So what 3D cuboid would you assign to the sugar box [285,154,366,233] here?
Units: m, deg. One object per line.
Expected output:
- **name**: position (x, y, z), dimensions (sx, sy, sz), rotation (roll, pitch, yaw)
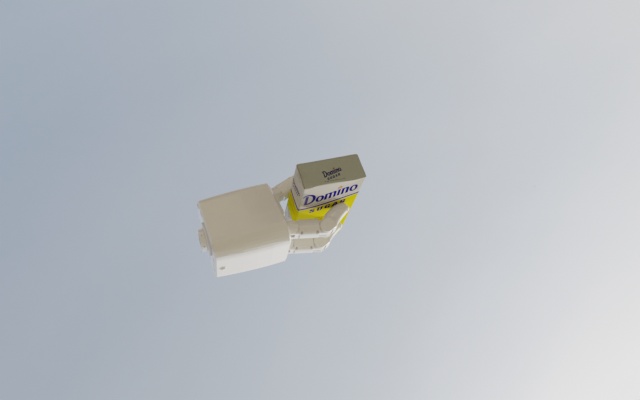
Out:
- **sugar box**: position (0.000, 0.003, 0.715), dimensions (0.093, 0.048, 0.176), rotation (-12, -24, -17)
